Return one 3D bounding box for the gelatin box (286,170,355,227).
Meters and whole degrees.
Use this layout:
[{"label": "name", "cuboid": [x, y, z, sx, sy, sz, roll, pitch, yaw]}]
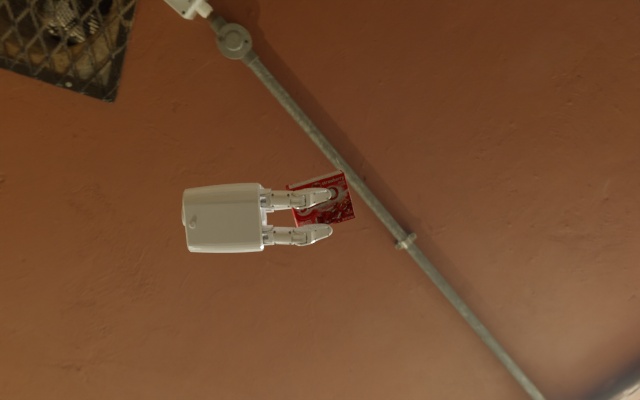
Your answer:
[{"label": "gelatin box", "cuboid": [0.000, 0.002, 0.709, 0.089, 0.073, 0.030, -17, 17, -4]}]
